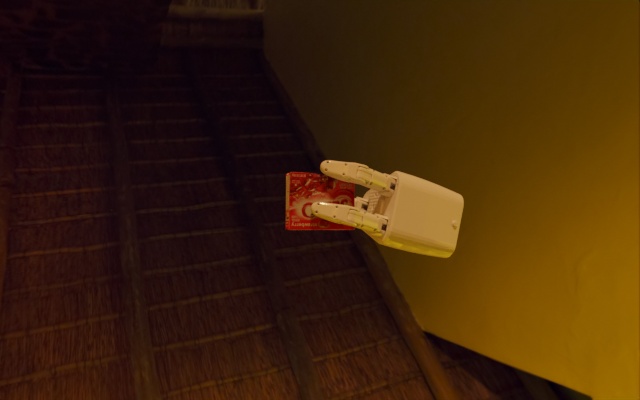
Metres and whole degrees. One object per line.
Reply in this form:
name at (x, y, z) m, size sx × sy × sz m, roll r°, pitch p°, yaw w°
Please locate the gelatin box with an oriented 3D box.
gelatin box at (0.000, 0.002, 0.618) m, size 0.089 × 0.073 × 0.030 m, roll 2°, pitch -3°, yaw -16°
